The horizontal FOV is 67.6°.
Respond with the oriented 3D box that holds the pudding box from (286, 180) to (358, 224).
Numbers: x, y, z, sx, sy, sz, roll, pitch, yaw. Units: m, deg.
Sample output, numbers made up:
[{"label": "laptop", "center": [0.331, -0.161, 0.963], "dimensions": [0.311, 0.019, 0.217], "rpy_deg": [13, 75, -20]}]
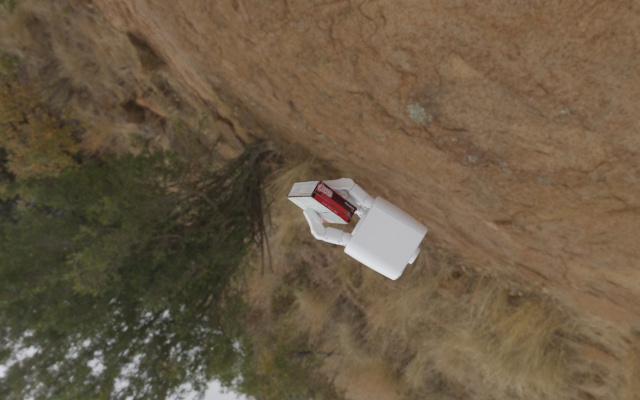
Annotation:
[{"label": "pudding box", "center": [0.000, 0.003, 0.860], "dimensions": [0.090, 0.039, 0.113], "rpy_deg": [37, -18, -22]}]
